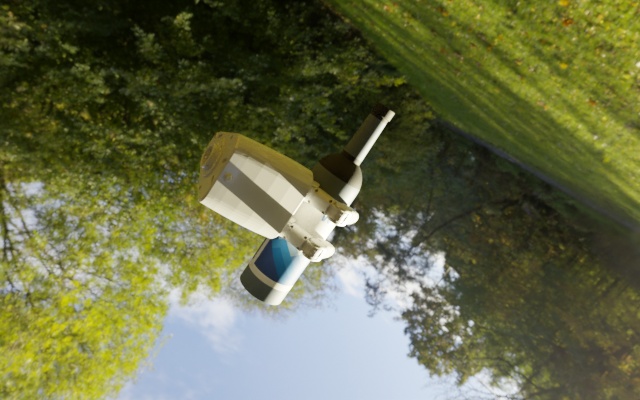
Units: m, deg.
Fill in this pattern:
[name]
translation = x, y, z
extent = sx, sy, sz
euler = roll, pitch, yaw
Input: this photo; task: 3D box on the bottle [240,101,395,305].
[bottle]
translation = 0.000, 0.002, 0.625
extent = 0.069, 0.296, 0.069
euler = 33, 11, -7
